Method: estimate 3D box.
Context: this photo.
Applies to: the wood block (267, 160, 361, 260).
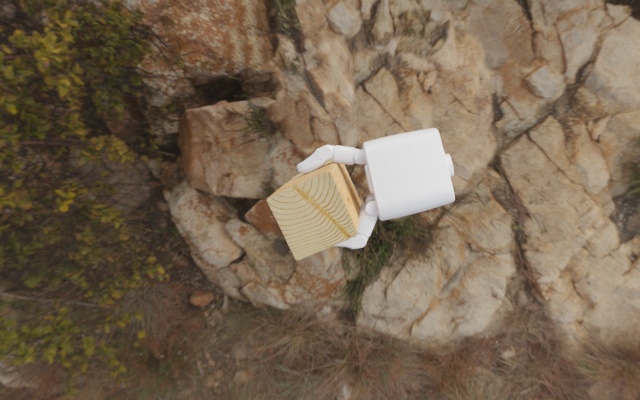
[{"bbox_3d":[0.000,0.002,0.693,0.090,0.091,0.206,-23,7,9],"label":"wood block"}]
